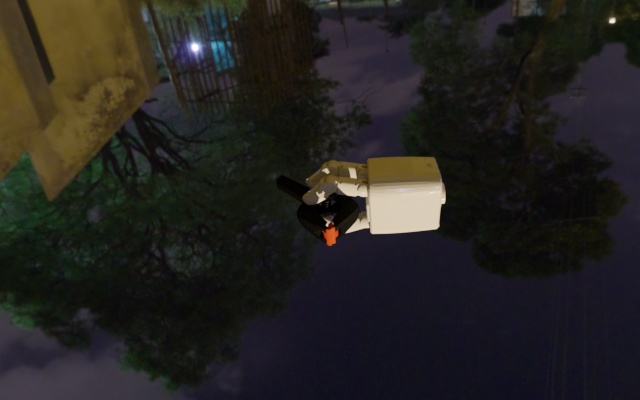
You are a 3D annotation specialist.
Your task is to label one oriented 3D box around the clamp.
[{"bbox_3d":[0.000,0.003,0.754,0.164,0.036,0.210,-3,28,6],"label":"clamp"}]
